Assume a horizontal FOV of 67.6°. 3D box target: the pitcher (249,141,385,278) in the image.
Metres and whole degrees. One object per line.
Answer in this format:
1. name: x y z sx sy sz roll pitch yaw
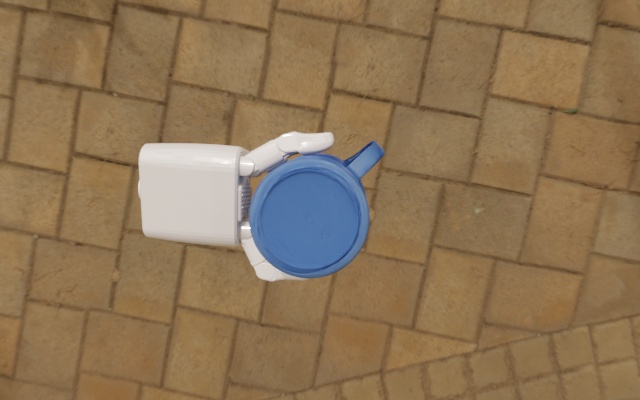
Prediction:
1. pitcher: 0.000 0.002 0.533 0.145 0.149 0.243 3 4 1
